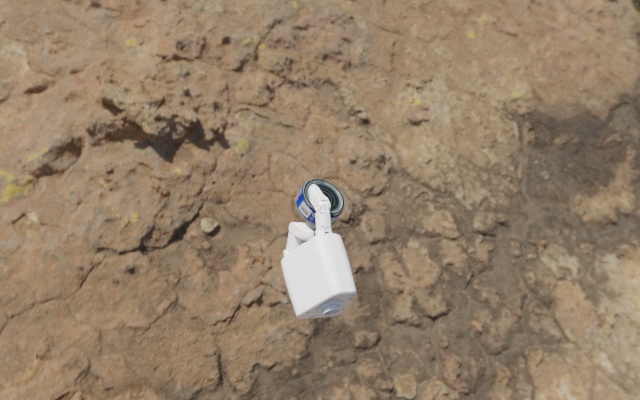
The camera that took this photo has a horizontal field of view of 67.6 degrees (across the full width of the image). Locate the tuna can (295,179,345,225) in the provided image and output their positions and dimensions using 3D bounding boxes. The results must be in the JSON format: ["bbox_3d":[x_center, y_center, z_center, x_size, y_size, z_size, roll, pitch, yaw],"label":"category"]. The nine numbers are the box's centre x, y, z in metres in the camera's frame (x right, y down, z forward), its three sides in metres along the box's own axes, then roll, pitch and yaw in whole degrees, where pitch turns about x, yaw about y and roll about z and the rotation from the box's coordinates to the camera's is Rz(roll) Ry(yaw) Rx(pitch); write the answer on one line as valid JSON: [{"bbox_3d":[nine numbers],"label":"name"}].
[{"bbox_3d":[0.000,0.002,0.860,0.086,0.086,0.034,0,-36,-31],"label":"tuna can"}]
